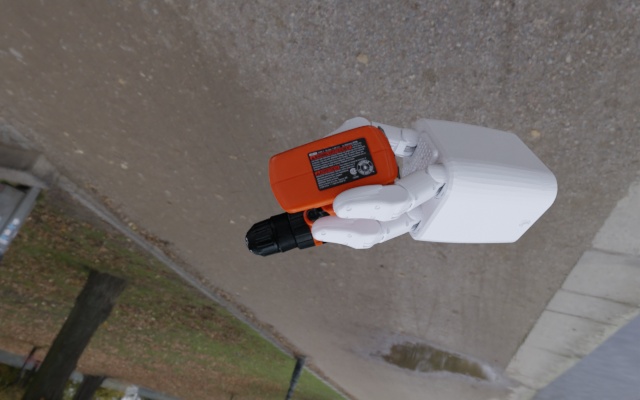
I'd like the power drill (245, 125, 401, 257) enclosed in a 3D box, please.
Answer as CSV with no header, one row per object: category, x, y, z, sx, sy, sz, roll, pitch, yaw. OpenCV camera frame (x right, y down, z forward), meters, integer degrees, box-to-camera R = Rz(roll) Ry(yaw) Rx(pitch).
power drill,0.000,0.001,0.474,0.184,0.057,0.188,-19,-15,-2
